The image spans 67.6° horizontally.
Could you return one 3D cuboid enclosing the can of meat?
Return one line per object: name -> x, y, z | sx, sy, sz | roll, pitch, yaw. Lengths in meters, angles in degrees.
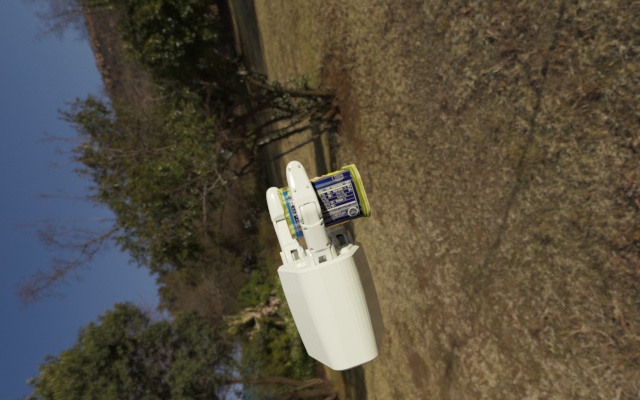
can of meat -> 0.000, 0.002, 0.517 | 0.084, 0.057, 0.102 | -18, 4, -4
